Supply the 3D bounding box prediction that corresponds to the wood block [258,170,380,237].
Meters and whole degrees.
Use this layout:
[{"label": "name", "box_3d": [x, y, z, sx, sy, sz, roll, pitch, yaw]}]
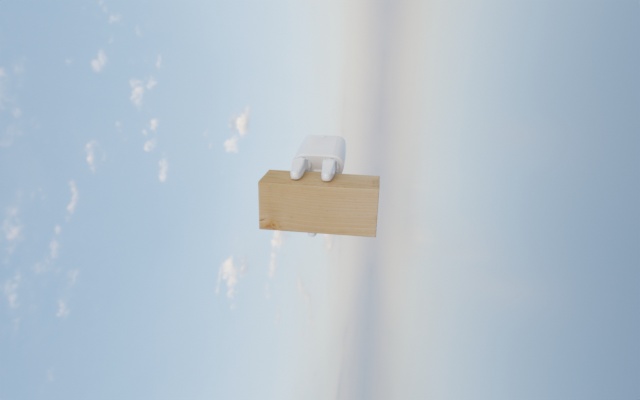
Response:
[{"label": "wood block", "box_3d": [0.000, 0.003, 0.857, 0.206, 0.091, 0.090, 3, 19, 7]}]
